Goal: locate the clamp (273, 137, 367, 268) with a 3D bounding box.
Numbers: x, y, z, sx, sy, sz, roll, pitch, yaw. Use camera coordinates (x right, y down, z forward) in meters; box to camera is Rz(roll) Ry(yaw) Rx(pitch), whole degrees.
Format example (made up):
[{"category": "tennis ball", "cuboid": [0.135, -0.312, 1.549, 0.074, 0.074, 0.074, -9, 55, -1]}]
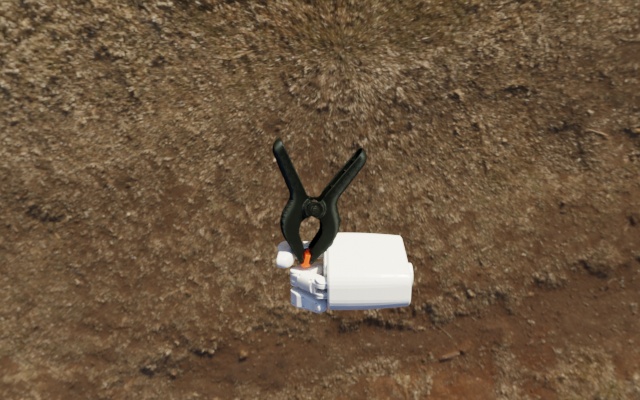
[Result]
[{"category": "clamp", "cuboid": [0.000, 0.002, 0.623, 0.120, 0.171, 0.039, -1, 18, -2]}]
